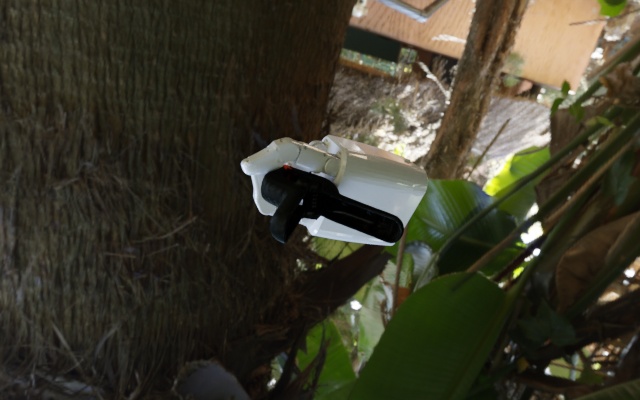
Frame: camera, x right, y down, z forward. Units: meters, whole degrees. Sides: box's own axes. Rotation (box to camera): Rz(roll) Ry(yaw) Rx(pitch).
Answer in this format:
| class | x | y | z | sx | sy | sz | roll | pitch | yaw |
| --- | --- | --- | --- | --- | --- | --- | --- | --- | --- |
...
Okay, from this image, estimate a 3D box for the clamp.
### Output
| class | x | y | z | sx | sy | sz | roll | pitch | yaw |
| --- | --- | --- | --- | --- | --- | --- | --- | --- | --- |
| clamp | 0.000 | 0.002 | 0.456 | 0.120 | 0.039 | 0.171 | 11 | 18 | -19 |
